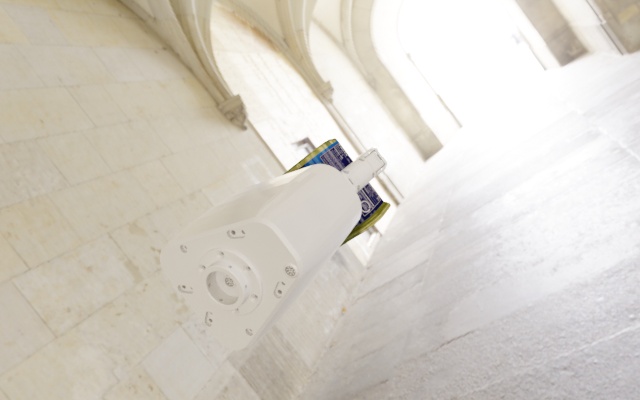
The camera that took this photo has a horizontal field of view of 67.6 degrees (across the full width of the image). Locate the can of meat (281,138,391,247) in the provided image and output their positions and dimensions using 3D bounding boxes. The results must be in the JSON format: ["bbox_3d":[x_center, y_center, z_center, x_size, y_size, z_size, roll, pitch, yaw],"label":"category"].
[{"bbox_3d":[0.000,0.001,0.453,0.102,0.084,0.057,-35,4,35],"label":"can of meat"}]
